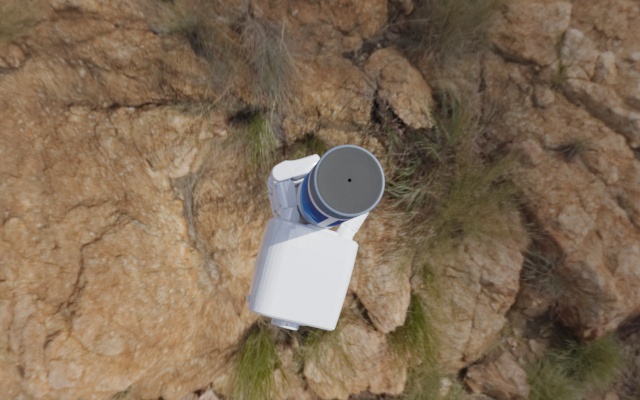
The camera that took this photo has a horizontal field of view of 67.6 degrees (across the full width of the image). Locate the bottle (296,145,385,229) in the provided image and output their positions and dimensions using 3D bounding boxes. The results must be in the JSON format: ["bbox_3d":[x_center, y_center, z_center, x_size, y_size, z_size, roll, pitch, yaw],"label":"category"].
[{"bbox_3d":[0.000,0.002,0.573,0.069,0.069,0.296,0,-8,-10],"label":"bottle"}]
